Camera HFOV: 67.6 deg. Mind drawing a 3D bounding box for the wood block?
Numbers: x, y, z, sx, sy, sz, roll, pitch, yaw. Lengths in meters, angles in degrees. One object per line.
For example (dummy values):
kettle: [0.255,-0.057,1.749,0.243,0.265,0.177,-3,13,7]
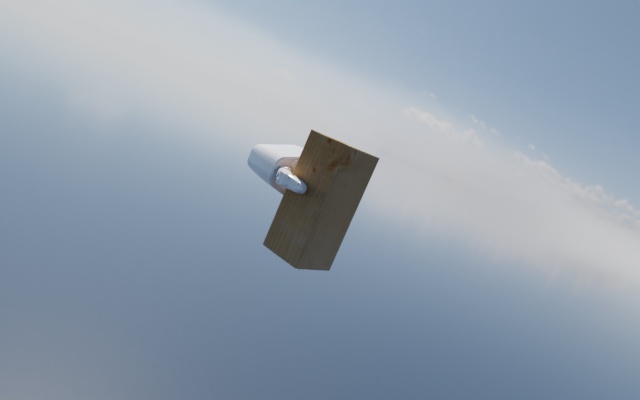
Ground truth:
wood block: [0.000,0.002,0.780,0.090,0.206,0.091,30,11,39]
